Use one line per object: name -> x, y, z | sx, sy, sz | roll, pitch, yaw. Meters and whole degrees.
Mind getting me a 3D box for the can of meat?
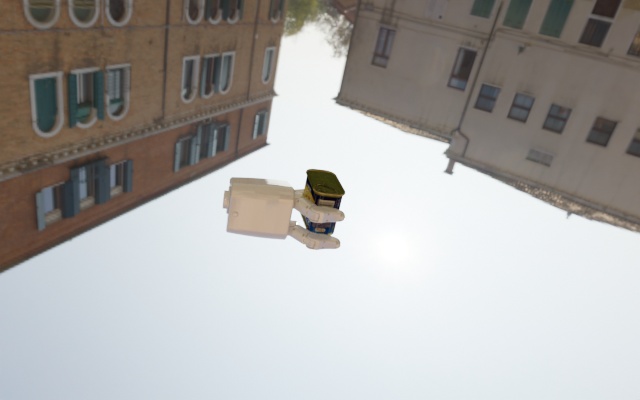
can of meat -> 0.000, 0.003, 0.848 | 0.057, 0.084, 0.102 | 5, 26, -16
